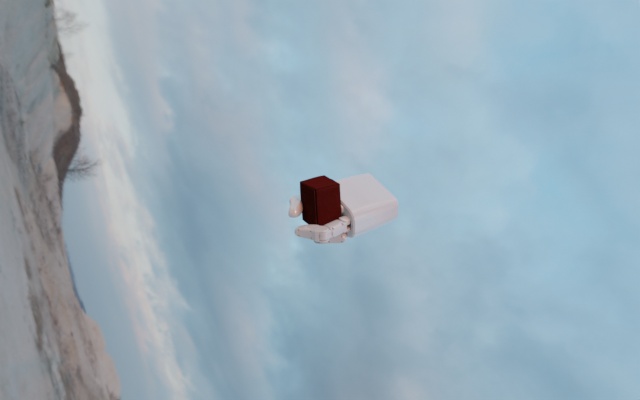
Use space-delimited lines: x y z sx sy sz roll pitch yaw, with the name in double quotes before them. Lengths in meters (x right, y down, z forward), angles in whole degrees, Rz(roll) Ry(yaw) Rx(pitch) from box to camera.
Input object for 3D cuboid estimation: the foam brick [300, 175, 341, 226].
"foam brick" 0.000 0.003 0.828 0.051 0.078 0.053 -17 29 -27
